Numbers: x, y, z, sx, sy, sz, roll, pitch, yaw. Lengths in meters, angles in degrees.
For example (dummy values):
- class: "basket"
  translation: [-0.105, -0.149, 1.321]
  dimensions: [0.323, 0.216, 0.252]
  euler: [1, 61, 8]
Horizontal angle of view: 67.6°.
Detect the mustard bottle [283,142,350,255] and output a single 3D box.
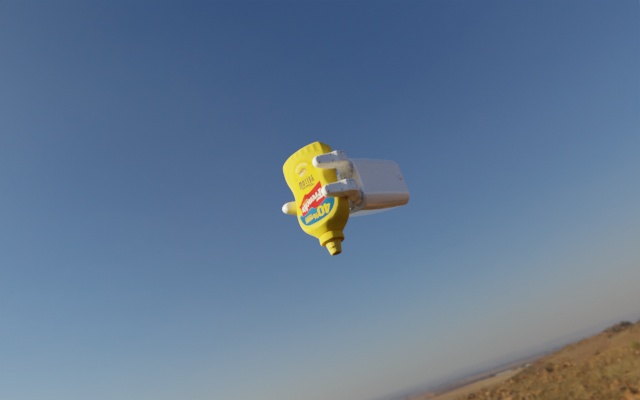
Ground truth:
- class: "mustard bottle"
  translation: [0.000, 0.002, 0.814]
  dimensions: [0.096, 0.191, 0.058]
  euler: [-31, -26, 28]
